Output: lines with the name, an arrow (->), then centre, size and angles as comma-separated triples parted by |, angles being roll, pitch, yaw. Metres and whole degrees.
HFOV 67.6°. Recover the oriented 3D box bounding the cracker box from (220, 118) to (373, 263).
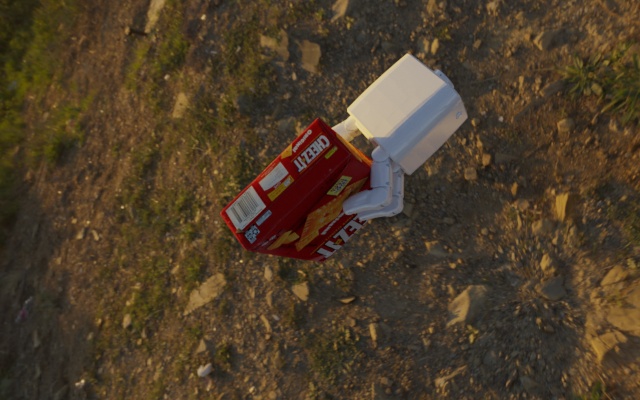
cracker box -> 0.000, 0.002, 0.623 | 0.164, 0.072, 0.214 | -43, -24, 11
